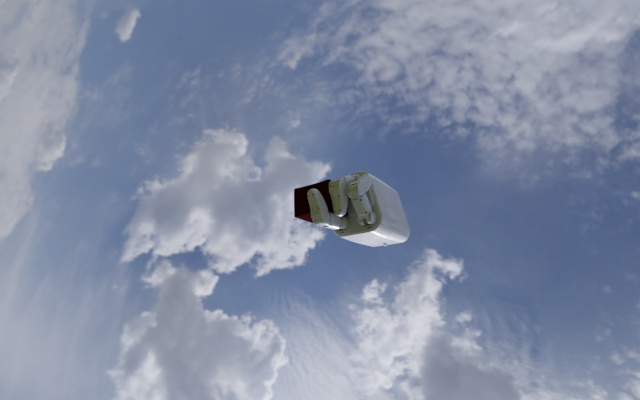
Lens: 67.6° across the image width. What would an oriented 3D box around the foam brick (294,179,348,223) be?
[{"bbox_3d":[0.000,0.003,0.806,0.078,0.053,0.051,-13,-22,37],"label":"foam brick"}]
